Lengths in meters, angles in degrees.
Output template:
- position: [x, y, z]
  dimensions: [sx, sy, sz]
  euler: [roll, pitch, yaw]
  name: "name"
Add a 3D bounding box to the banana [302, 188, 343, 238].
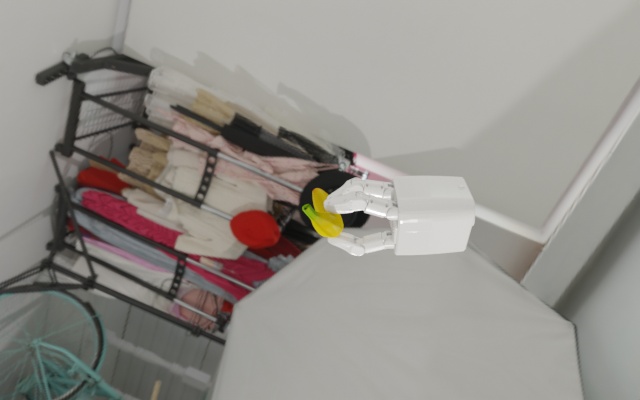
- position: [0.008, 0.019, 0.730]
  dimensions: [0.037, 0.069, 0.198]
  euler: [-27, 5, 5]
  name: "banana"
